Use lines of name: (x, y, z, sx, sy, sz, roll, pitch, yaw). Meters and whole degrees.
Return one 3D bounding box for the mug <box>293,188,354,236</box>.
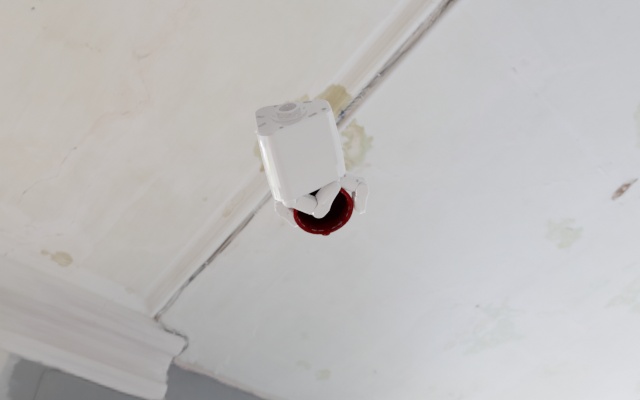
mug: (0.000, 0.003, 0.760, 0.093, 0.117, 0.081, -14, 36, -2)
